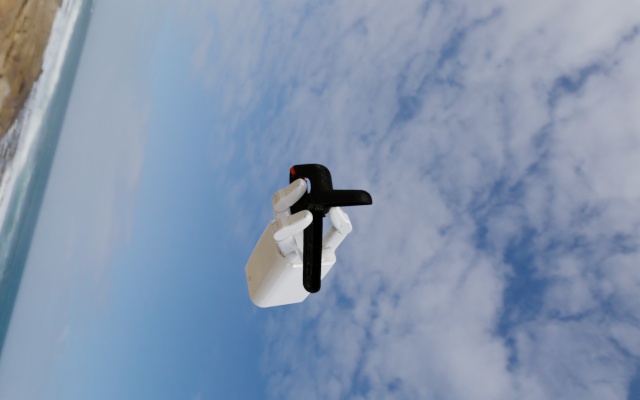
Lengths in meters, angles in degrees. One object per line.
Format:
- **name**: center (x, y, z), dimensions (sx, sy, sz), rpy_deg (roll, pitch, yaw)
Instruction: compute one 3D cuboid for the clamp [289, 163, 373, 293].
- **clamp**: center (0.001, 0.002, 0.680), dimensions (0.036, 0.165, 0.209), rpy_deg (16, 34, -29)
